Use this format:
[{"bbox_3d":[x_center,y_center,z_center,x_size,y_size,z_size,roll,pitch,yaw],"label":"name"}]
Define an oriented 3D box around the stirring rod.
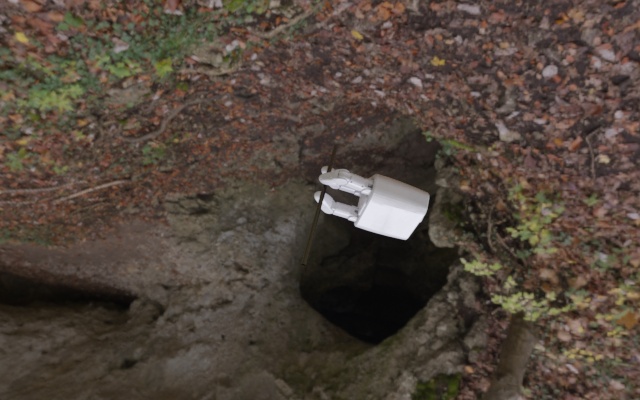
[{"bbox_3d":[0.000,0.003,0.856,0.011,0.239,0.011,13,-24,6],"label":"stirring rod"}]
